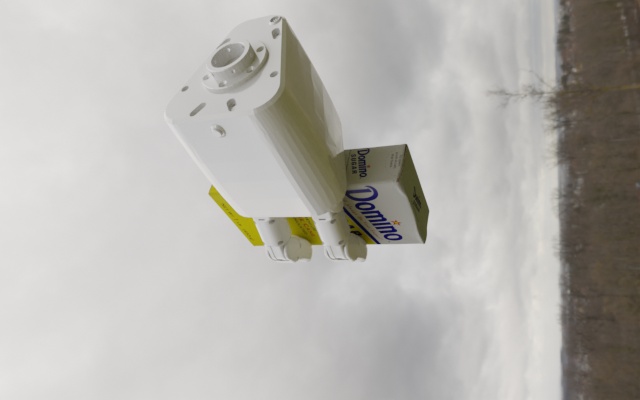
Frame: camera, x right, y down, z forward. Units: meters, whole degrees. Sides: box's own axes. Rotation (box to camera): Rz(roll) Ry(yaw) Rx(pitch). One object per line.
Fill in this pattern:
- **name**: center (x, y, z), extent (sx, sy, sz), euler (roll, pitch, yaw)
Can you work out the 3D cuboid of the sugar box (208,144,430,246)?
- **sugar box**: center (0.000, 0.002, 0.427), extent (0.176, 0.048, 0.093), euler (-1, -36, 26)
